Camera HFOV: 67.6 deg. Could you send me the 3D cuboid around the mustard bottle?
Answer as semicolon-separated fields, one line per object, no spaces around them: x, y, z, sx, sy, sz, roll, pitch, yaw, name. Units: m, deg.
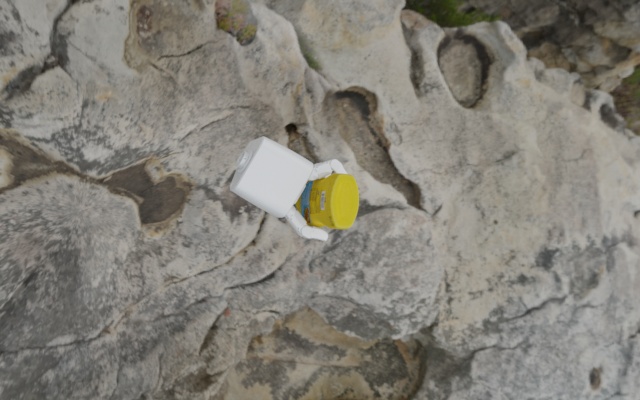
0.001;0.003;0.895;0.058;0.096;0.191;3;-2;-26;mustard bottle
